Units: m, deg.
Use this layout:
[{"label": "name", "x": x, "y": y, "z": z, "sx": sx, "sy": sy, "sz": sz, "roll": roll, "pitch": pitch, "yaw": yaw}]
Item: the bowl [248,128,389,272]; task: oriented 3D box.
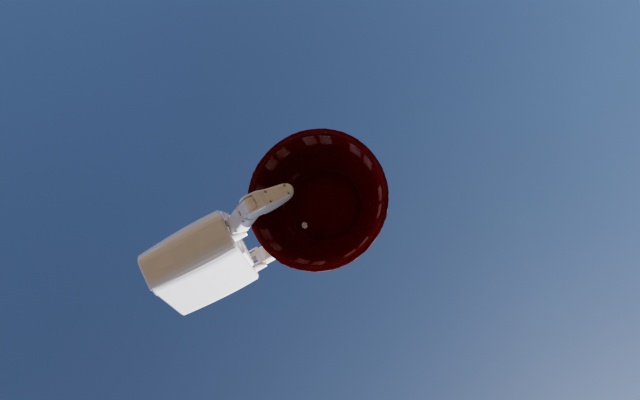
[{"label": "bowl", "x": 0.001, "y": 0.001, "z": 0.552, "sx": 0.162, "sy": 0.162, "sz": 0.055, "roll": 0, "pitch": -9, "yaw": 14}]
